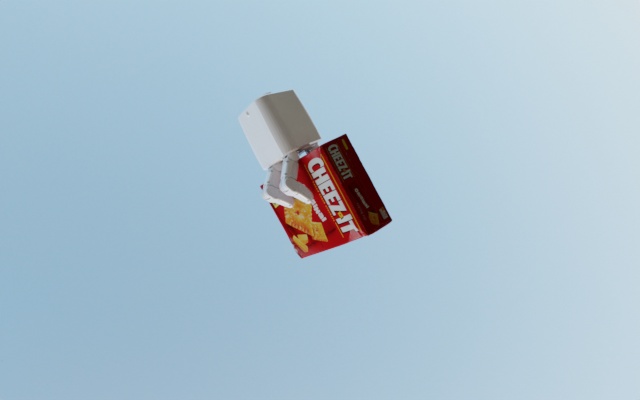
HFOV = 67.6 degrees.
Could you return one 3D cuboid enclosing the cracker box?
[{"bbox_3d":[0.000,0.003,0.839,0.072,0.164,0.214,-30,2,-37],"label":"cracker box"}]
